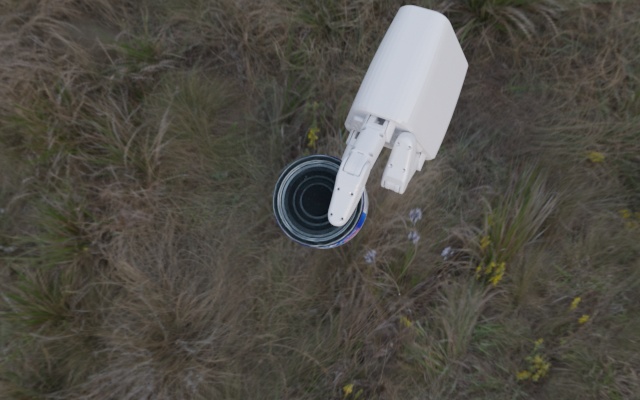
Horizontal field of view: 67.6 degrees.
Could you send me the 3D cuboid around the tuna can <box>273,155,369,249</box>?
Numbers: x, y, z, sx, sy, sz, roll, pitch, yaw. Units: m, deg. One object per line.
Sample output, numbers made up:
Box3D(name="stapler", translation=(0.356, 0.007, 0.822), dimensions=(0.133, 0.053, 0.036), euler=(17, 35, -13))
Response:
Box3D(name="tuna can", translation=(0.000, 0.001, 0.440), dimensions=(0.086, 0.086, 0.034), euler=(0, -6, 11))
